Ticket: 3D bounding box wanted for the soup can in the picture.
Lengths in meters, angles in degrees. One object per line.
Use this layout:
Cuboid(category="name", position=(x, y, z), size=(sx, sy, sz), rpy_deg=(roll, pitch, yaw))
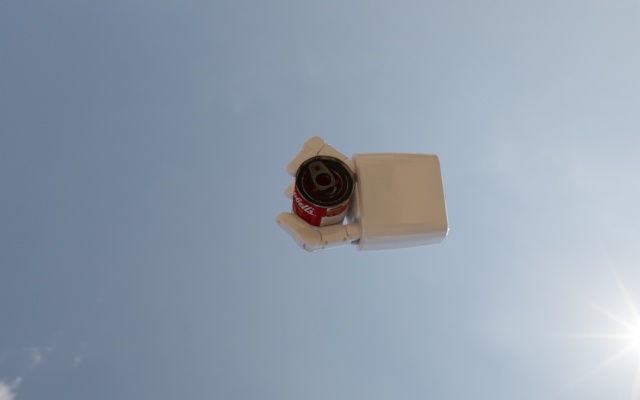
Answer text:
Cuboid(category="soup can", position=(0.000, 0.002, 0.573), size=(0.068, 0.068, 0.102), rpy_deg=(0, -29, -7))
